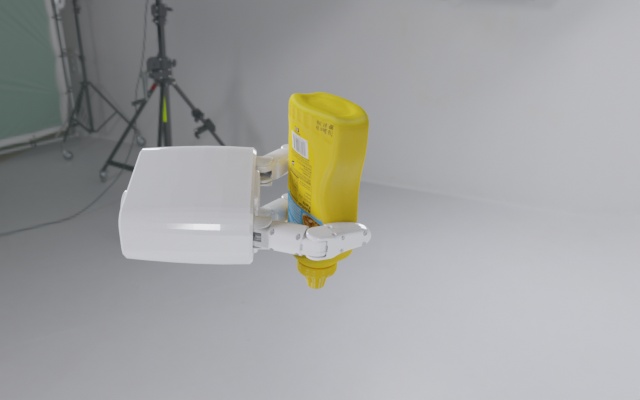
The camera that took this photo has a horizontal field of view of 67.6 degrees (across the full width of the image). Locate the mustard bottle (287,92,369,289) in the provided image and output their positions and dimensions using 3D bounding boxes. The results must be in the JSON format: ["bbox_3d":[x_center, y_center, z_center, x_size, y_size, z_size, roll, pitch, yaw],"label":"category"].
[{"bbox_3d":[0.000,0.001,0.453,0.058,0.192,0.096,-10,29,-27],"label":"mustard bottle"}]
